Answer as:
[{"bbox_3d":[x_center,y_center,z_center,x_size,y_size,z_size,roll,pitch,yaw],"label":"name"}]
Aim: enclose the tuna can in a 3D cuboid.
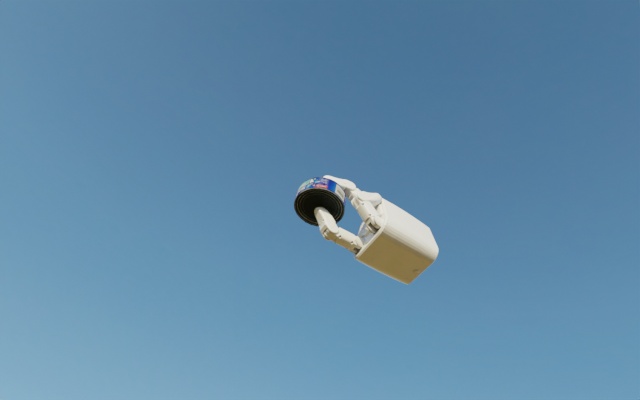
[{"bbox_3d":[0.000,0.002,0.808,0.086,0.086,0.033,0,40,11],"label":"tuna can"}]
